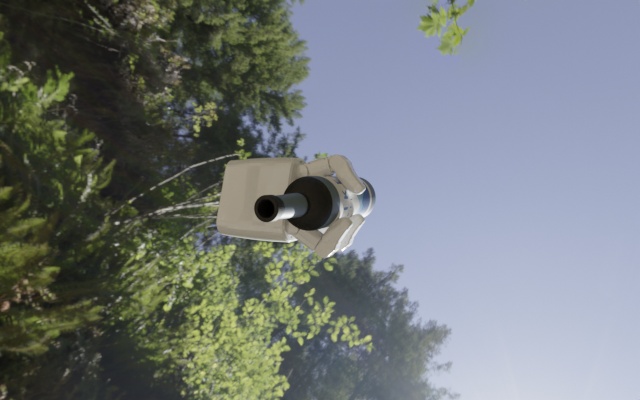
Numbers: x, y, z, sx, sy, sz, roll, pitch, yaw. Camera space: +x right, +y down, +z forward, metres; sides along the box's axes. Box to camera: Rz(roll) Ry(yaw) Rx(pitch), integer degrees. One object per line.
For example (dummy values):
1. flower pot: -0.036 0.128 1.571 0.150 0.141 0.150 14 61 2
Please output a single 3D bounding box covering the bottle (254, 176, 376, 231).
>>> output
1. bottle: 0.000 0.002 0.610 0.069 0.069 0.295 0 2 22
